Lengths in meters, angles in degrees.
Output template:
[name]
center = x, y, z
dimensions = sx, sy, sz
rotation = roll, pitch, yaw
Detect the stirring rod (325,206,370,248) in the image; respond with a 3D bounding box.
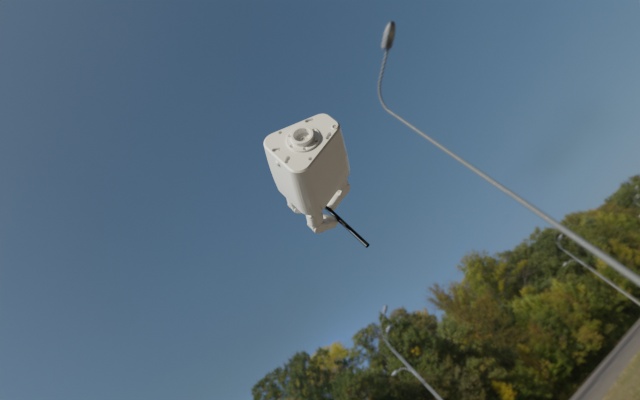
[stirring rod]
center = 0.000, 0.003, 0.824
dimensions = 0.011, 0.011, 0.239
rotation = 0, 35, -50
